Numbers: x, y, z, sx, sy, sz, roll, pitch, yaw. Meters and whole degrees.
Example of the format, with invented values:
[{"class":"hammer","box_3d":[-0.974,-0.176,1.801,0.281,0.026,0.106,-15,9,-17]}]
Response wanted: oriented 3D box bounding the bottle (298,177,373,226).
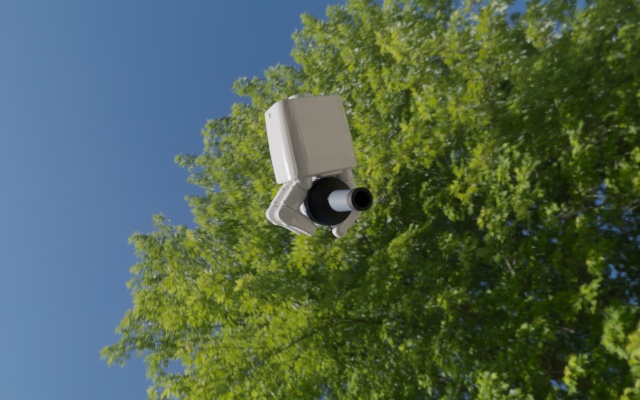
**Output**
[{"class":"bottle","box_3d":[0.000,0.002,0.677,0.069,0.069,0.296,0,-1,-19]}]
